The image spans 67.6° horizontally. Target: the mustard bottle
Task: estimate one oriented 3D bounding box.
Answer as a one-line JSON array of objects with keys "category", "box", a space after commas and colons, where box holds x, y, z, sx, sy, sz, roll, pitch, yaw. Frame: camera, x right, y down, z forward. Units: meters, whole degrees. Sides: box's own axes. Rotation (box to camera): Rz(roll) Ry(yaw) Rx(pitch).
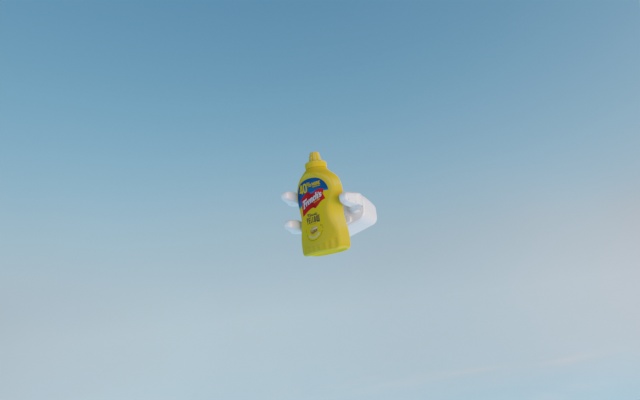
[{"category": "mustard bottle", "box": [0.000, 0.003, 0.879, 0.058, 0.191, 0.096, 6, -18, -44]}]
